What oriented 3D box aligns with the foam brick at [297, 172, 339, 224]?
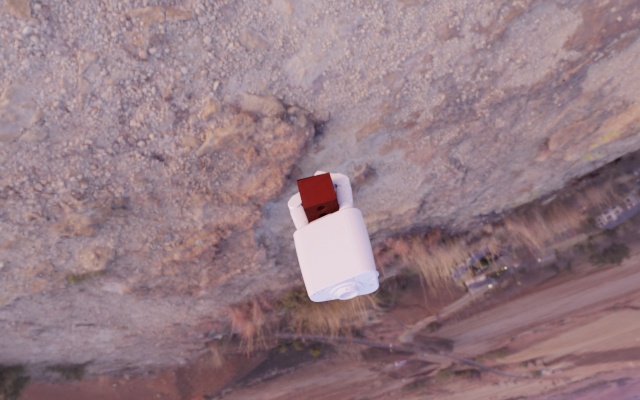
[{"bbox_3d":[0.000,0.002,0.735,0.053,0.051,0.078,-15,-31,2],"label":"foam brick"}]
